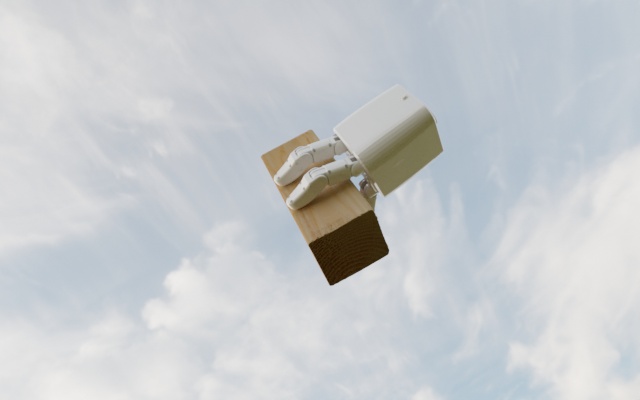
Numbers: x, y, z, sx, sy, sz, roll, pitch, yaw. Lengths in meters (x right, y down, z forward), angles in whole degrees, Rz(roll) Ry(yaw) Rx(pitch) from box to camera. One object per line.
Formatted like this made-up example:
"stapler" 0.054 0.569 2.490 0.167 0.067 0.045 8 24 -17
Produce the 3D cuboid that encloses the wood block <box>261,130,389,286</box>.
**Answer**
"wood block" 0.001 0.002 0.655 0.090 0.091 0.206 -29 41 -3
